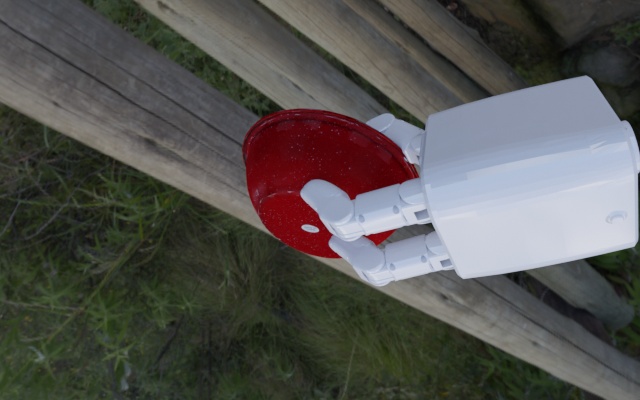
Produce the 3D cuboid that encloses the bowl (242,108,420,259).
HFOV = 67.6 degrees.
[{"bbox_3d":[-0.001,0.002,0.402,0.162,0.055,0.162,15,-34,10],"label":"bowl"}]
